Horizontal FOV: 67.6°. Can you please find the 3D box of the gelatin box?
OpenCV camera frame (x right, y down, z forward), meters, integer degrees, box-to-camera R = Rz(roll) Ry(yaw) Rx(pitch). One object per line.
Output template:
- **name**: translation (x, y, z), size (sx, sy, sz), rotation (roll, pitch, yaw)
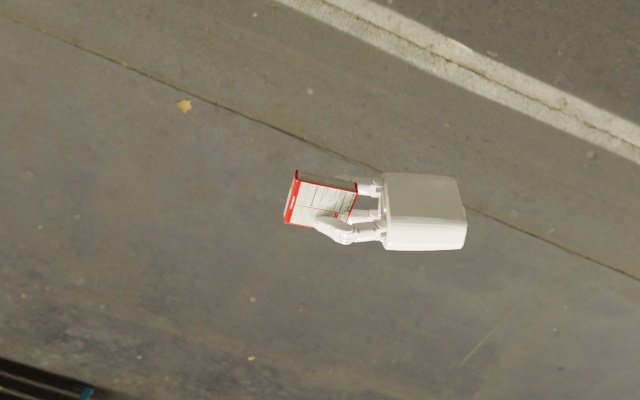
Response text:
- **gelatin box**: translation (0.000, 0.002, 0.659), size (0.089, 0.073, 0.030), rotation (10, 34, -11)
